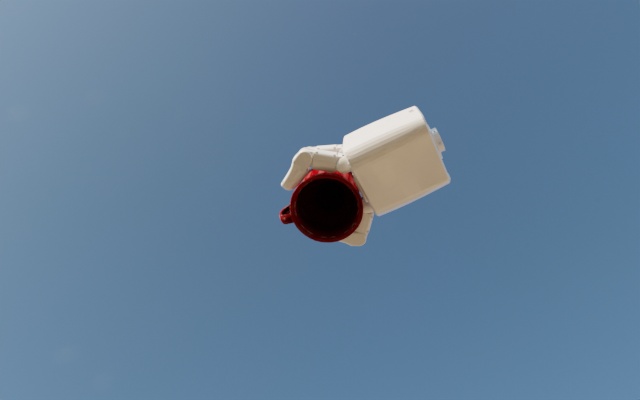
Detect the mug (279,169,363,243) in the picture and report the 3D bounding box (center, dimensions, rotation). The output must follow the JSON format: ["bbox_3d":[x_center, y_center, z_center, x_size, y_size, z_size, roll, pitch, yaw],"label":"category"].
[{"bbox_3d":[-0.001,0.003,0.640,0.117,0.093,0.081,-23,16,13],"label":"mug"}]
